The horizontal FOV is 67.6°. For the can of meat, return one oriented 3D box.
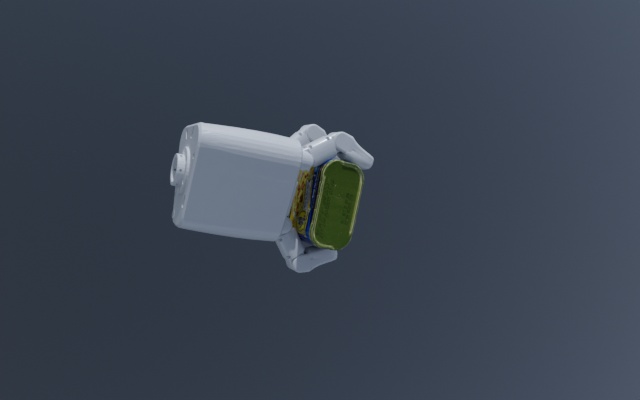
[{"bbox_3d":[0.000,0.002,0.543,0.057,0.102,0.084,11,0,-27],"label":"can of meat"}]
